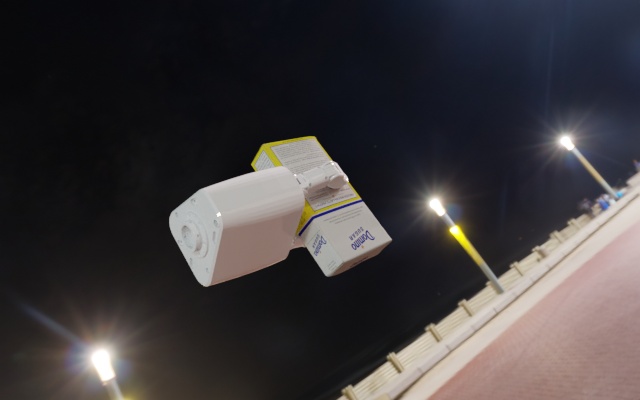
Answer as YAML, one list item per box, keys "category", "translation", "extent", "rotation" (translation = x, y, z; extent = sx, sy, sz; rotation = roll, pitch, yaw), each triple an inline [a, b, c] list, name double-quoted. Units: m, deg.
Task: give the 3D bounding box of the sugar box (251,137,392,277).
- category: "sugar box"
  translation: [0.000, 0.002, 0.591]
  extent: [0.093, 0.176, 0.048]
  rotation: [-17, -23, -42]
